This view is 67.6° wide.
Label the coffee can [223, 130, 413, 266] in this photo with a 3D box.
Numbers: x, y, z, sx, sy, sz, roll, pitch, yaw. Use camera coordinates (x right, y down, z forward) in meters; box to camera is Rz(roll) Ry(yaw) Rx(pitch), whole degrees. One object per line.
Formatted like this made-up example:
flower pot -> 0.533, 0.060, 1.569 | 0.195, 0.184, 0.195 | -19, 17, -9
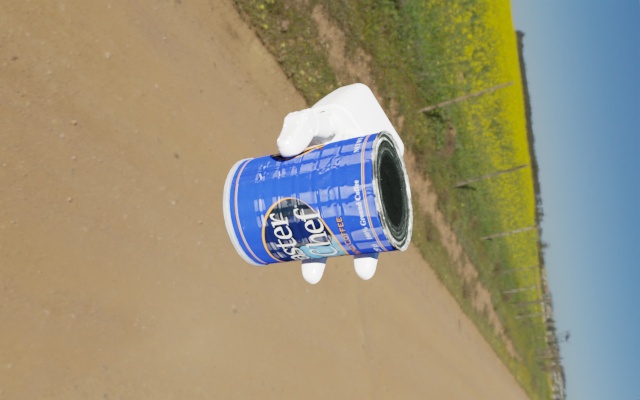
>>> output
coffee can -> 0.000, 0.001, 0.427 | 0.140, 0.103, 0.103 | -9, -4, 24
